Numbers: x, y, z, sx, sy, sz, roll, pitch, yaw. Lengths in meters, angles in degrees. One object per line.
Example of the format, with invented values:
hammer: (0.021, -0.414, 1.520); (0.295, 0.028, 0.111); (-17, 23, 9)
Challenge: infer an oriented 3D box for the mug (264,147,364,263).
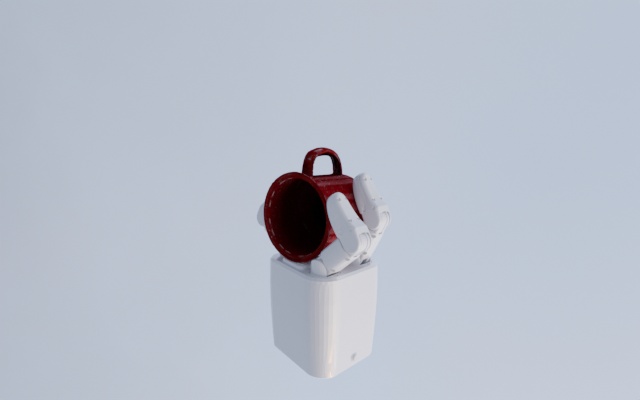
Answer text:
mug: (0.000, 0.000, 0.511); (0.093, 0.117, 0.081); (9, 11, 40)
